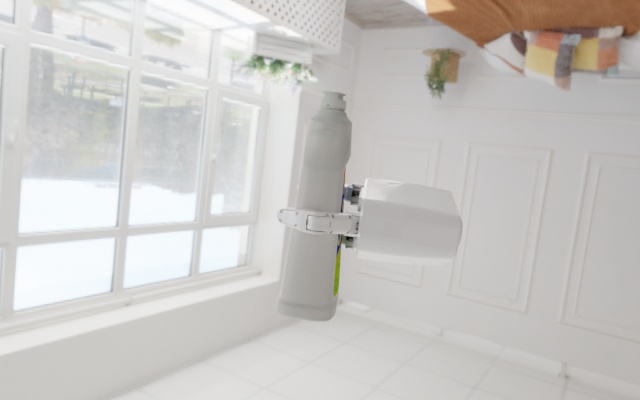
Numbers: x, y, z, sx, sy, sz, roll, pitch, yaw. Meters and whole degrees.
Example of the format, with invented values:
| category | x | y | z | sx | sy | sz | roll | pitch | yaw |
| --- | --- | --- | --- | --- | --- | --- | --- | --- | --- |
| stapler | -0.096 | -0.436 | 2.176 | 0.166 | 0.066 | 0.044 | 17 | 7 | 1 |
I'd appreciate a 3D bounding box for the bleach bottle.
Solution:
| category | x | y | z | sx | sy | sz | roll | pitch | yaw |
| --- | --- | --- | --- | --- | --- | --- | --- | --- | --- |
| bleach bottle | 0.000 | 0.002 | 0.550 | 0.068 | 0.251 | 0.102 | 7 | 5 | 5 |
